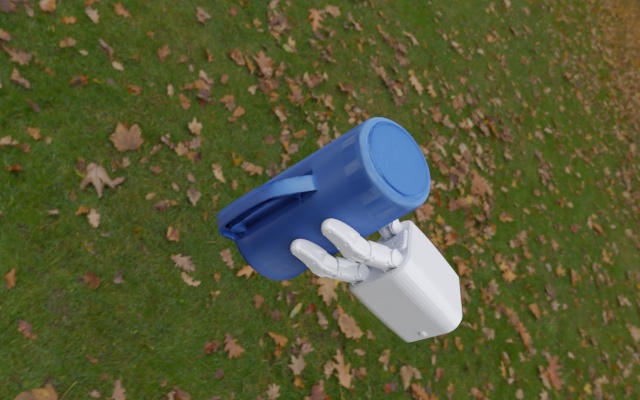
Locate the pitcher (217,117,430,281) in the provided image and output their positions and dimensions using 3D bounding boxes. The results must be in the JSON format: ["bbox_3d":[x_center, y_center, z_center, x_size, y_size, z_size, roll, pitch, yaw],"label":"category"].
[{"bbox_3d":[0.000,0.002,0.574,0.243,0.145,0.149,-32,16,43],"label":"pitcher"}]
